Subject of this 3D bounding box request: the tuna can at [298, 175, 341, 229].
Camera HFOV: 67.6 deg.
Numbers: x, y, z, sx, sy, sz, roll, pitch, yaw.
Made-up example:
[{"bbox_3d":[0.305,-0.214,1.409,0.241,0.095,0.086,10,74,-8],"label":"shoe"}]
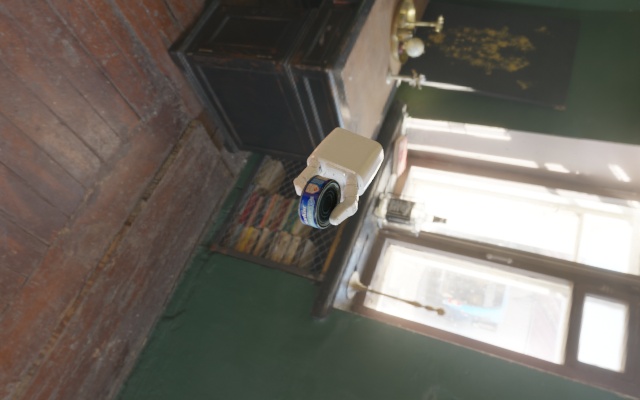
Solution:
[{"bbox_3d":[0.001,0.003,0.792,0.033,0.086,0.086,16,8,27],"label":"tuna can"}]
